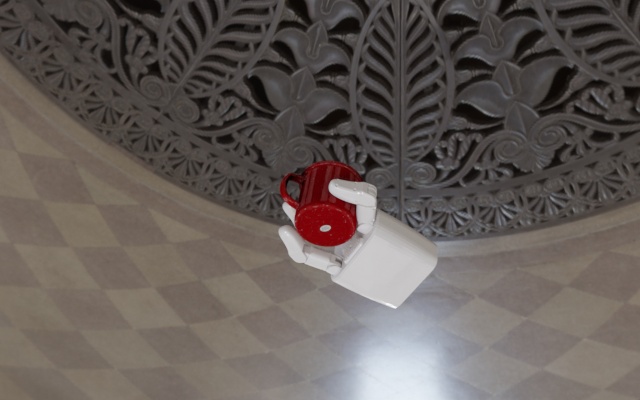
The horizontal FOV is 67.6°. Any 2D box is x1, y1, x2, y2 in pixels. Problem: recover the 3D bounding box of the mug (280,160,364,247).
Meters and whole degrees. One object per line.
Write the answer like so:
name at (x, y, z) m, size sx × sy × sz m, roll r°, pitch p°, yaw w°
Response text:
mug at (-0.001, 0.002, 0.636) m, size 0.117 × 0.081 × 0.093 m, roll 27°, pitch -49°, yaw -15°
